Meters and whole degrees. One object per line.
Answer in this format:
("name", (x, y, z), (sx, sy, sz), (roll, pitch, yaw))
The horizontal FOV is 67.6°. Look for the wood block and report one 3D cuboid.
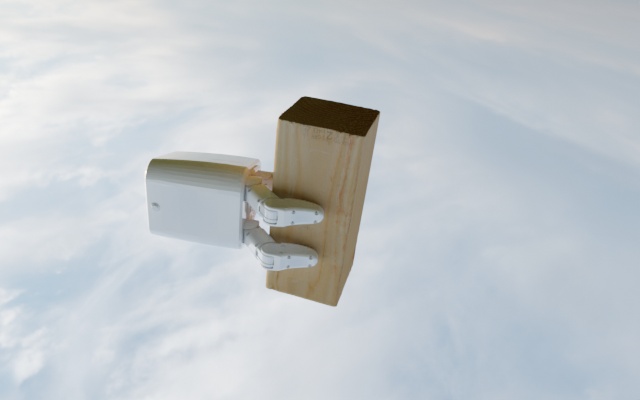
("wood block", (0.000, 0.002, 0.532), (0.090, 0.206, 0.090), (13, 30, 10))
